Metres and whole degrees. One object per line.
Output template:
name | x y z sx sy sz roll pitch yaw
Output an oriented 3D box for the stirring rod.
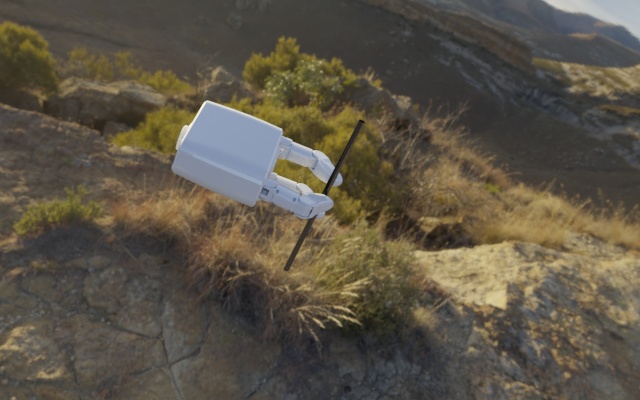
stirring rod | 0.000 0.002 0.616 0.011 0.240 0.011 21 28 -12
